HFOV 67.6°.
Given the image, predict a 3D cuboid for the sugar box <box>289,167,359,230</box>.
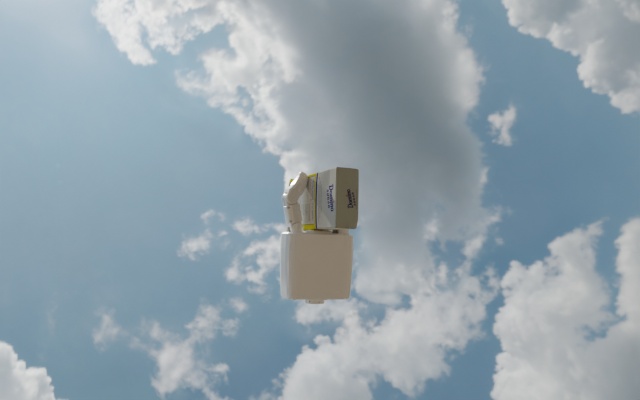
[{"bbox_3d":[0.001,0.003,0.780,0.048,0.093,0.176,4,-5,-30],"label":"sugar box"}]
